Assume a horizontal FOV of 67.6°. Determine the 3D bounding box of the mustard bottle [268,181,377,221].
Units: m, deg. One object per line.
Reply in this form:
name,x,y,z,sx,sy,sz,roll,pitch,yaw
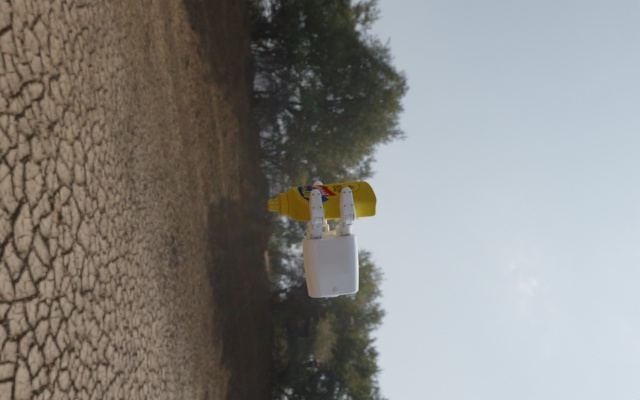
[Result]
mustard bottle,0.000,0.003,0.877,0.191,0.058,0.096,-4,26,-11
